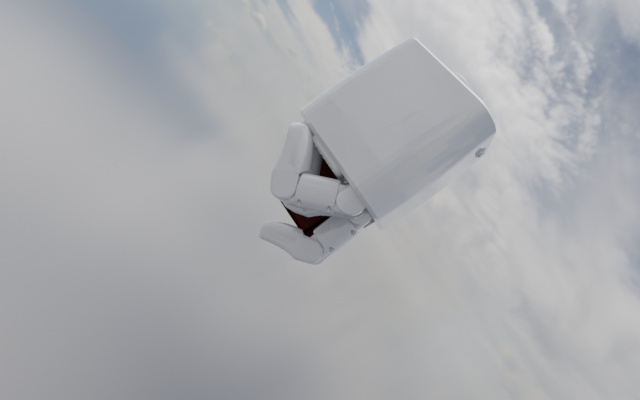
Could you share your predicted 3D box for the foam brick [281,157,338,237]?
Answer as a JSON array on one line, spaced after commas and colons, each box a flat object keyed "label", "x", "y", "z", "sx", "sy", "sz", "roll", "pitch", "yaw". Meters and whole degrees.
[{"label": "foam brick", "x": 0.000, "y": 0.001, "z": 0.433, "sx": 0.051, "sy": 0.053, "sz": 0.078, "roll": -36, "pitch": -15, "yaw": 3}]
